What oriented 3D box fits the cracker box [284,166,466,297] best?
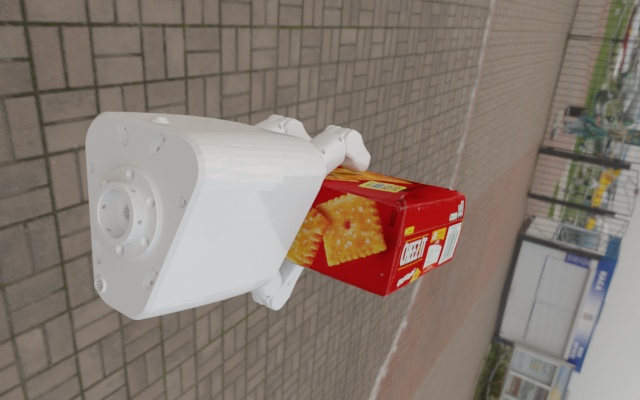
[{"bbox_3d":[0.000,0.002,0.418,0.213,0.072,0.164,17,12,29],"label":"cracker box"}]
